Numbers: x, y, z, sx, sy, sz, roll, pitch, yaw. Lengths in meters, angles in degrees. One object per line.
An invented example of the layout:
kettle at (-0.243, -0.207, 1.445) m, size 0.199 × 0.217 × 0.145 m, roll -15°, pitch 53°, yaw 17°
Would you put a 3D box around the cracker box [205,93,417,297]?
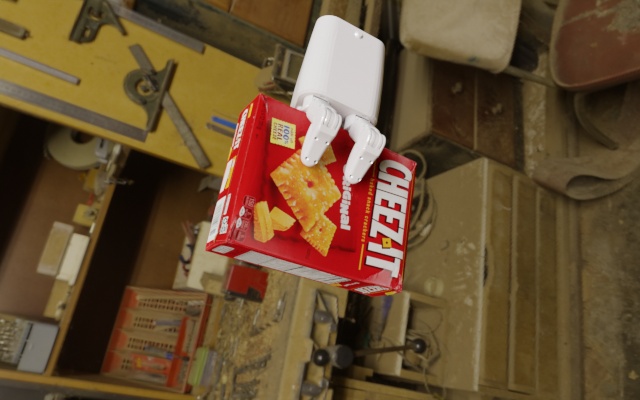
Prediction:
cracker box at (0.000, 0.002, 0.531) m, size 0.214 × 0.164 × 0.072 m, roll 20°, pitch -21°, yaw -25°
